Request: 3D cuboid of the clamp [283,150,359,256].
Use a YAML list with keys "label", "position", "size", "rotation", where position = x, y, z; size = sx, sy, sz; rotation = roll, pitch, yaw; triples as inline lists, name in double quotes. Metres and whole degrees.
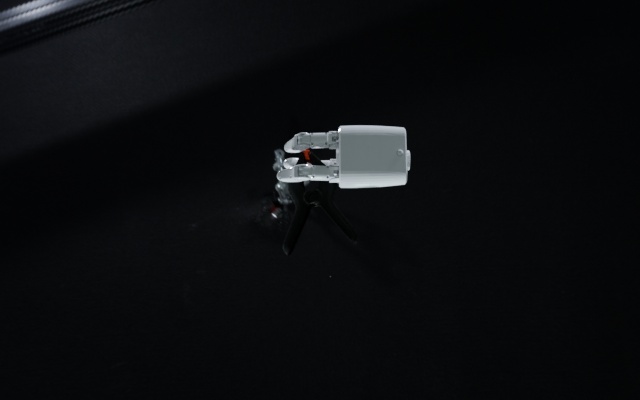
- label: "clamp"
  position: [0.000, 0.002, 0.766]
  size: [0.120, 0.171, 0.039]
  rotation: [0, -9, 4]
